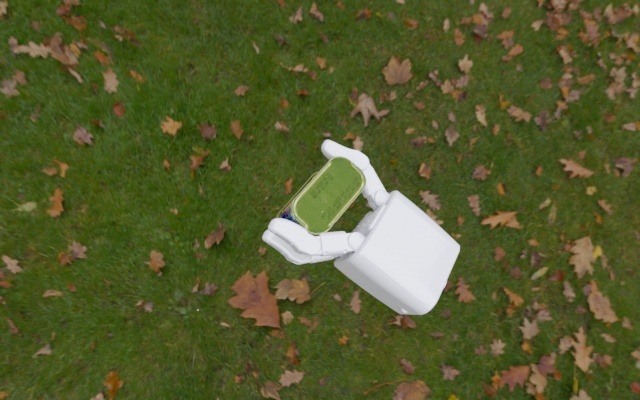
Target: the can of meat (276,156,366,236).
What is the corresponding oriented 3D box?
[{"bbox_3d":[0.000,0.002,0.563,0.057,0.102,0.084,42,-19,-3],"label":"can of meat"}]
